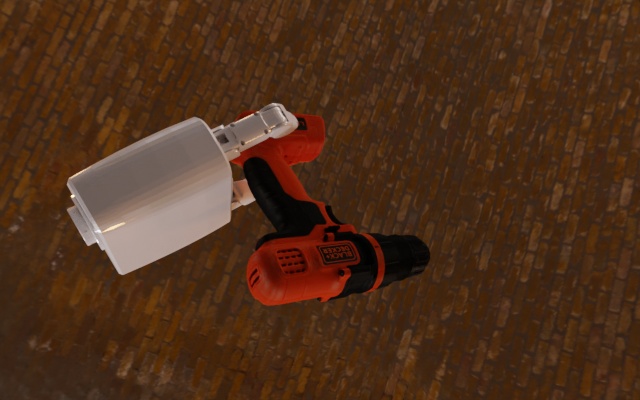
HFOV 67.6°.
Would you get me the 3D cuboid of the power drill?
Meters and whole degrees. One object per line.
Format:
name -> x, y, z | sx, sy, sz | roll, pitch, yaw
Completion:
power drill -> 0.000, 0.001, 0.444 | 0.184, 0.187, 0.057 | -2, -38, -36
